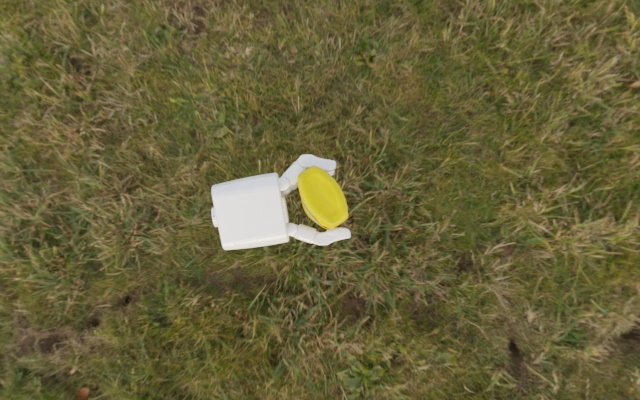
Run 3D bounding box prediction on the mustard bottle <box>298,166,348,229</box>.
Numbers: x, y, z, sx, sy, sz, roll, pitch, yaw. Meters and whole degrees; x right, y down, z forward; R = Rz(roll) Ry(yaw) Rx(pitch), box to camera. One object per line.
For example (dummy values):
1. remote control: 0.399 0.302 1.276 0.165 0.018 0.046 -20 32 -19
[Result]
1. mustard bottle: 0.000 0.002 0.793 0.058 0.096 0.191 -35 -3 -5
